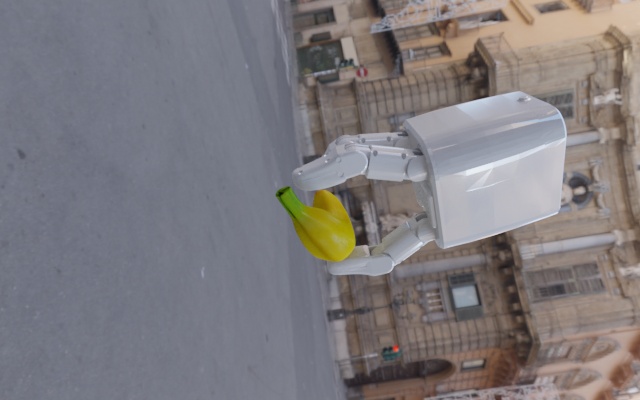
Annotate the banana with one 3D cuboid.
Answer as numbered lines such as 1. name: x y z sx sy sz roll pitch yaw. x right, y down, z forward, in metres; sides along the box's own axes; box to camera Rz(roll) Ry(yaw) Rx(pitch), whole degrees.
1. banana: 0.007 0.019 0.424 0.037 0.069 0.198 -22 -3 5
